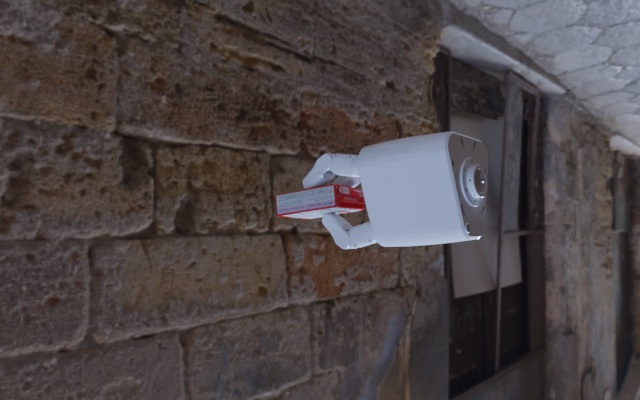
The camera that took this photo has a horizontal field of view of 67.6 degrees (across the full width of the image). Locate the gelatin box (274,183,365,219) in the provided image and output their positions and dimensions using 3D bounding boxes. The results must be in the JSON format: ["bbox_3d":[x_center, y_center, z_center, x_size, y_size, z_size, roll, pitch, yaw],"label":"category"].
[{"bbox_3d":[0.000,0.002,0.592,0.089,0.030,0.073,-11,-9,29],"label":"gelatin box"}]
